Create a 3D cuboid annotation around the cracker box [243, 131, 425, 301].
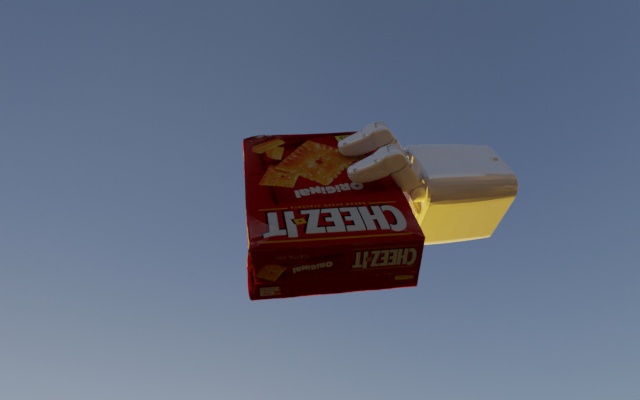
[{"bbox_3d":[0.000,0.002,0.519,0.164,0.072,0.213,-4,35,-8],"label":"cracker box"}]
